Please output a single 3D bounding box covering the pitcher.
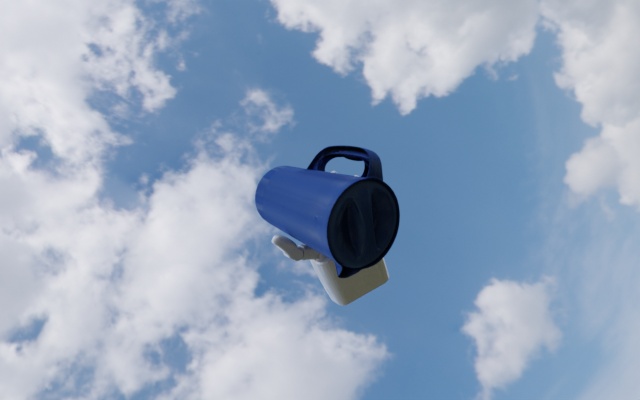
[{"bbox_3d":[0.000,0.003,0.754,0.149,0.145,0.243,-39,31,-22],"label":"pitcher"}]
